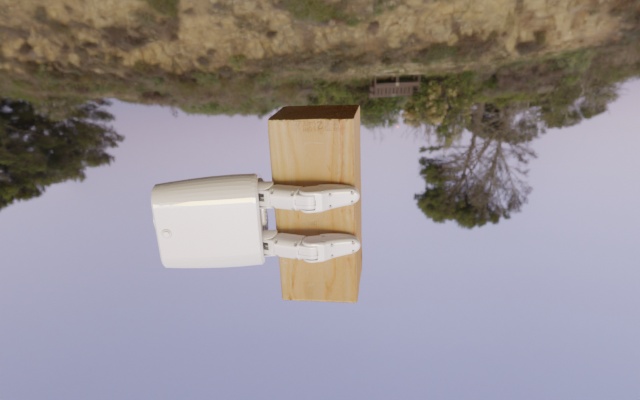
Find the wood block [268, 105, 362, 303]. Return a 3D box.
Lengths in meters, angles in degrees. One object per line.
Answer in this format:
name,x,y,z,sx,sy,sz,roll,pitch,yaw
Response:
wood block,0.000,0.002,0.543,0.090,0.206,0.090,0,21,8
